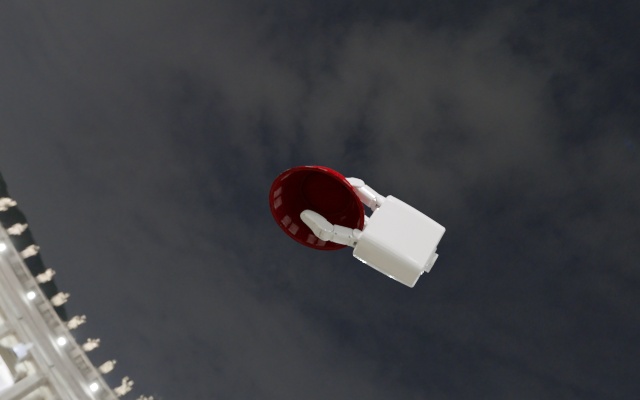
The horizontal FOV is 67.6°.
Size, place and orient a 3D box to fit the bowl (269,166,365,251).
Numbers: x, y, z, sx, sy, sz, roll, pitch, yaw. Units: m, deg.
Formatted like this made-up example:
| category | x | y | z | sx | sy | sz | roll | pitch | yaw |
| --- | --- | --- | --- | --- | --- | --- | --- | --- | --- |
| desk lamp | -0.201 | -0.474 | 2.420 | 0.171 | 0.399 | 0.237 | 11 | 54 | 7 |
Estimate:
| category | x | y | z | sx | sy | sz | roll | pitch | yaw |
| --- | --- | --- | --- | --- | --- | --- | --- | --- | --- |
| bowl | -0.001 | 0.002 | 0.776 | 0.162 | 0.162 | 0.055 | 0 | 34 | 22 |
